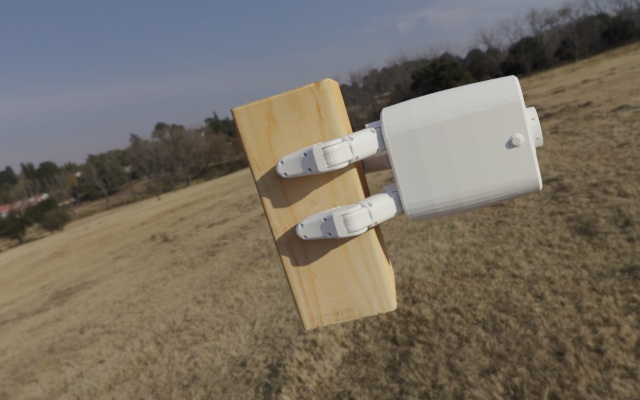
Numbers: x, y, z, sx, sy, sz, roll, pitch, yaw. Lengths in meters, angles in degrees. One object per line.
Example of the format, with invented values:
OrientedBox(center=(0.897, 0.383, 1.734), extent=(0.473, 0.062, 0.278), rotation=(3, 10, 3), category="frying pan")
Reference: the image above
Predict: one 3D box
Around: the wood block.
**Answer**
OrientedBox(center=(0.000, 0.001, 0.449), extent=(0.090, 0.206, 0.091), rotation=(-15, 9, 10), category="wood block")
